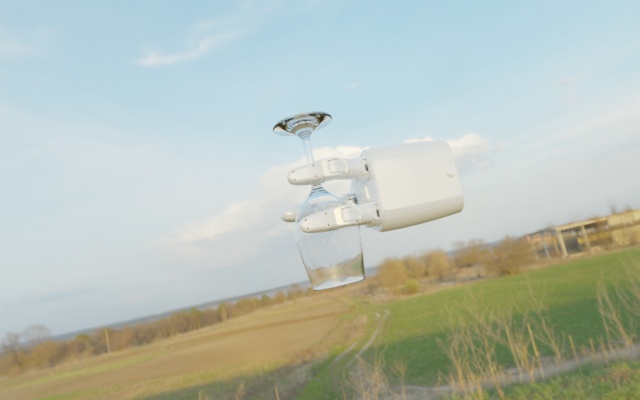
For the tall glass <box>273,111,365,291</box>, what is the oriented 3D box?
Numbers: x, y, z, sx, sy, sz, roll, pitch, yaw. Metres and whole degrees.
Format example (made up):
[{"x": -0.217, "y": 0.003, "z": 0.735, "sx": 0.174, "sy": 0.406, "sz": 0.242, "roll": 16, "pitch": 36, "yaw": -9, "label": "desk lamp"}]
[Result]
[{"x": 0.000, "y": 0.001, "z": 0.567, "sx": 0.079, "sy": 0.201, "sz": 0.079, "roll": -12, "pitch": -9, "yaw": -2, "label": "tall glass"}]
